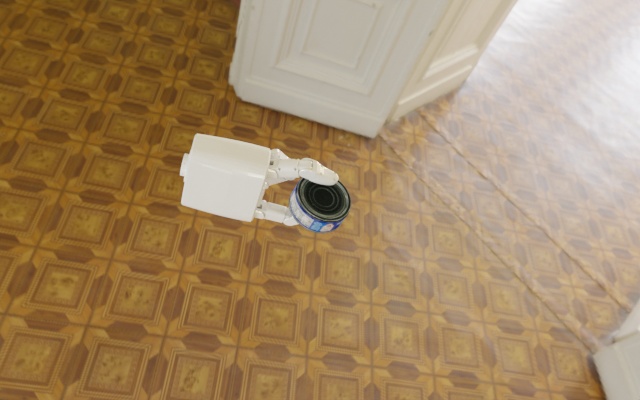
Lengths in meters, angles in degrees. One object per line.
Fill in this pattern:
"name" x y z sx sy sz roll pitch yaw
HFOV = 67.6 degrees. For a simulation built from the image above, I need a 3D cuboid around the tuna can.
"tuna can" 0.000 0.002 0.685 0.086 0.086 0.034 0 -32 -25
